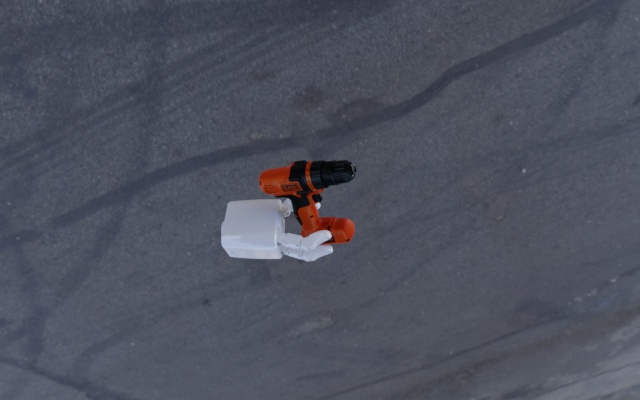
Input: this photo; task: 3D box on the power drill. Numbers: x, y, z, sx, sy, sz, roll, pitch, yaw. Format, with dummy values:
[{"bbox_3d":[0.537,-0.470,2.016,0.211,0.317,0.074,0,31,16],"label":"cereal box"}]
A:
[{"bbox_3d":[0.000,0.003,0.891,0.184,0.057,0.188,-5,-47,25],"label":"power drill"}]
